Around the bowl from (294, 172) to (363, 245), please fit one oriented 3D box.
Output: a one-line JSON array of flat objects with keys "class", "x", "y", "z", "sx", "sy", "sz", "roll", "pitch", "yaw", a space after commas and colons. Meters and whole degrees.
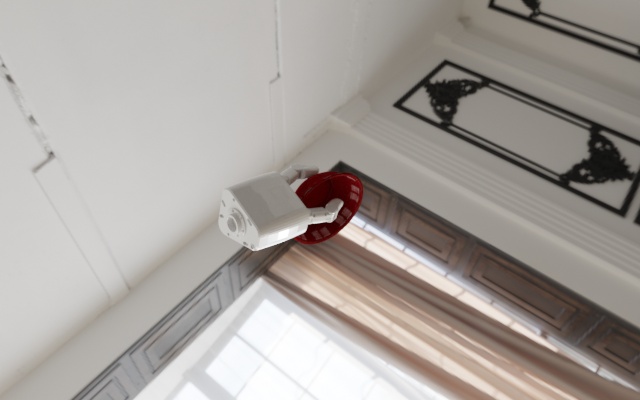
[{"class": "bowl", "x": 0.001, "y": 0.003, "z": 0.890, "sx": 0.162, "sy": 0.162, "sz": 0.055, "roll": 0, "pitch": 35, "yaw": -42}]
